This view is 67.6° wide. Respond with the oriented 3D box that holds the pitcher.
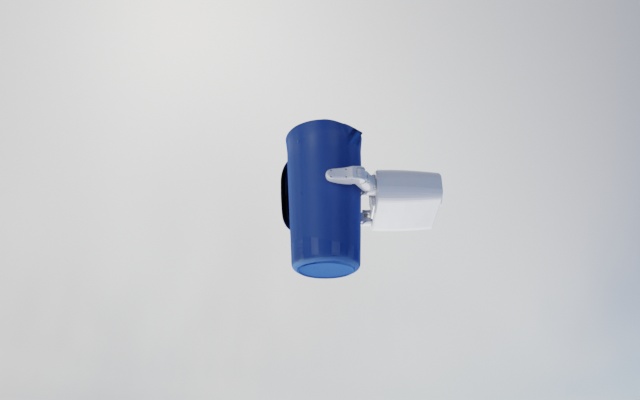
[{"bbox_3d":[0.000,0.003,0.794,0.145,0.242,0.149,0,-24,0],"label":"pitcher"}]
